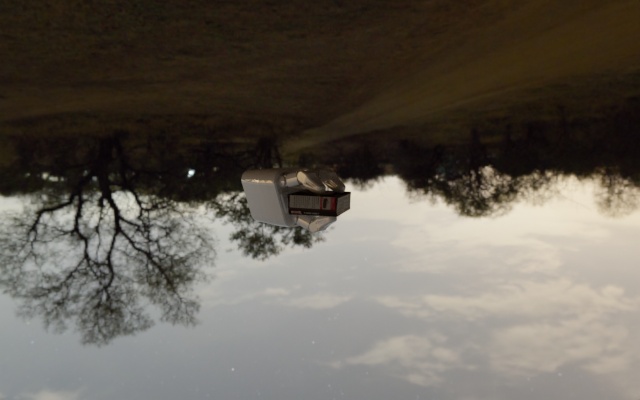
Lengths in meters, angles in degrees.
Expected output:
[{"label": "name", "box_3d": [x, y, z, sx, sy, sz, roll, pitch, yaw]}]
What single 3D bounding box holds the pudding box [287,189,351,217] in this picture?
[{"label": "pudding box", "box_3d": [0.000, 0.003, 0.847, 0.090, 0.039, 0.113, 2, 8, 15]}]
